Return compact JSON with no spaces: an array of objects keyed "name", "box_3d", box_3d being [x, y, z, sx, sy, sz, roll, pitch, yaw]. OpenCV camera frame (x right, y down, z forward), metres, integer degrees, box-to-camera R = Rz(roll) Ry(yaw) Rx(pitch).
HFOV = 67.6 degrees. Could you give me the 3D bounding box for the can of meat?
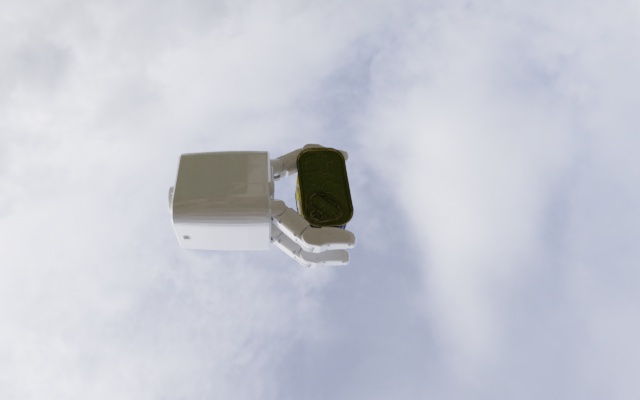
[{"name":"can of meat","box_3d":[0.000,0.002,0.574,0.057,0.102,0.084,-4,-27,-9]}]
